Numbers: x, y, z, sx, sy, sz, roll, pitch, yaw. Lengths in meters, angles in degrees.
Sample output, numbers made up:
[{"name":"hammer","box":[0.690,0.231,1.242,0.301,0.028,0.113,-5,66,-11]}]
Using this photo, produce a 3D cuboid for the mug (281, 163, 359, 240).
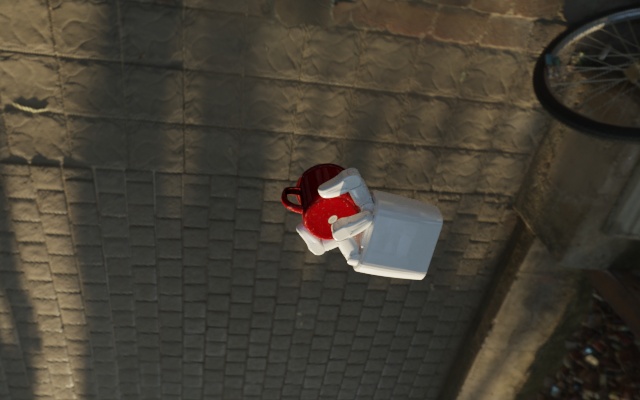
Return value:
[{"name":"mug","box":[-0.001,0.002,0.707,0.117,0.093,0.081,9,31,-13]}]
